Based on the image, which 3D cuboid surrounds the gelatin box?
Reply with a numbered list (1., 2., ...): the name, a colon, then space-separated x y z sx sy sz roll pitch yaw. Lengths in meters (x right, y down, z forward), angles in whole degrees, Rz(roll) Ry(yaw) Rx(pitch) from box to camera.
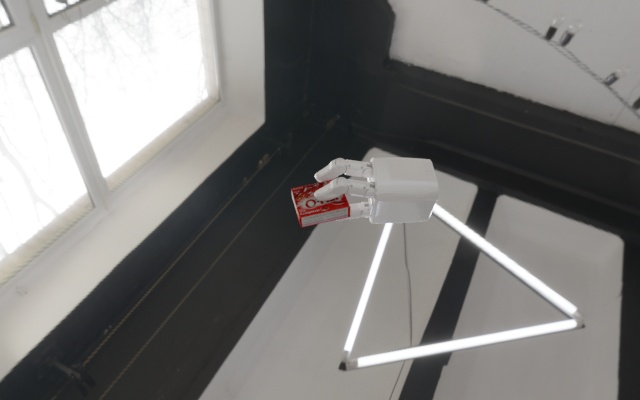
1. gelatin box: 0.000 0.003 0.823 0.089 0.073 0.030 -13 -43 -7
